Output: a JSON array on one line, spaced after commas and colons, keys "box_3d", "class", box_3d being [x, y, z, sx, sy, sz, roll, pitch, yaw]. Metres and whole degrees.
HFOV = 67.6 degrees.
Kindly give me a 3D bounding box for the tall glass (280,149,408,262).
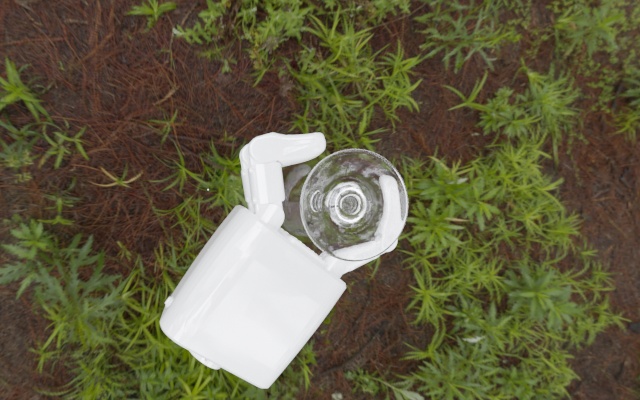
[{"box_3d": [0.000, 0.001, 0.408, 0.079, 0.079, 0.201, 0, 1, -13], "class": "tall glass"}]
